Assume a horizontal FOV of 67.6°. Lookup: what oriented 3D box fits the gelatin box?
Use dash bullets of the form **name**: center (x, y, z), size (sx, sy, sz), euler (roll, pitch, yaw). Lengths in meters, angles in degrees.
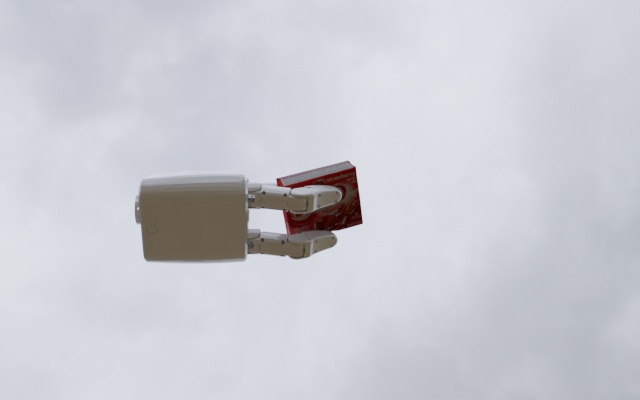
- **gelatin box**: center (0.000, 0.002, 0.542), size (0.089, 0.073, 0.030), euler (-15, 27, -11)
